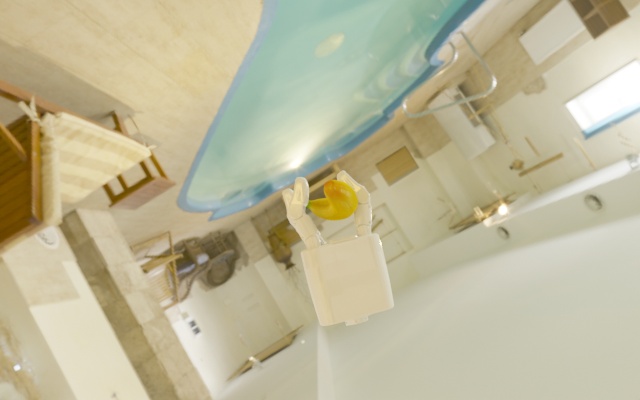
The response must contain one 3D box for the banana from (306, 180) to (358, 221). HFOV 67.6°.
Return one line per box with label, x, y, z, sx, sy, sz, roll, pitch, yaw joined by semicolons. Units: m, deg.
banana;0.017;0.005;0.673;0.069;0.037;0.198;6;-10;-13
